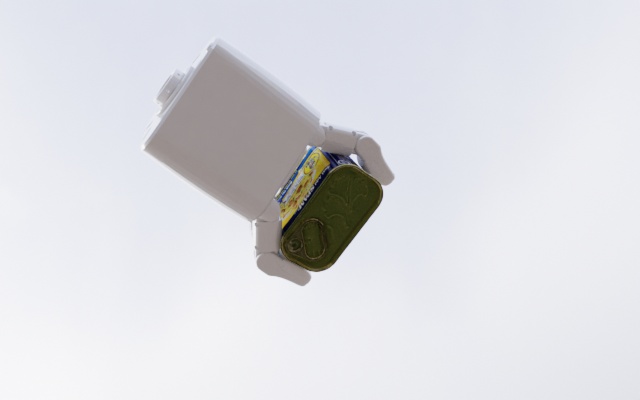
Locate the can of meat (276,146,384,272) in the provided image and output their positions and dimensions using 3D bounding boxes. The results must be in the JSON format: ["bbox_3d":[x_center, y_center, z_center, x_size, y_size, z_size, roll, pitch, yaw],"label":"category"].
[{"bbox_3d":[0.000,0.001,0.447,0.057,0.102,0.084,31,12,-25],"label":"can of meat"}]
